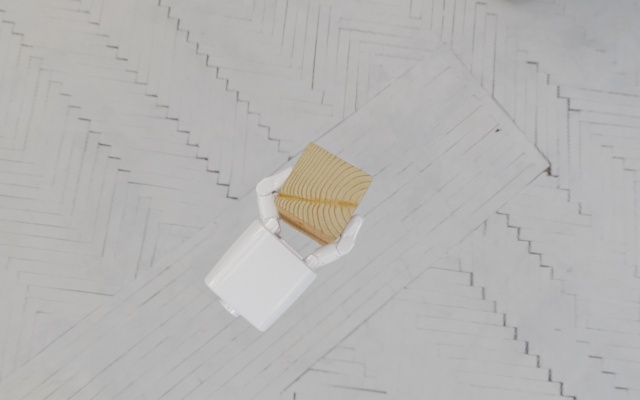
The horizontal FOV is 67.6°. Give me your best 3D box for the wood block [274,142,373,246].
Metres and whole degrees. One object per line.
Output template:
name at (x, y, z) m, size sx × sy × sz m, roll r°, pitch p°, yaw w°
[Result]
wood block at (0.000, 0.003, 0.667) m, size 0.091 × 0.090 × 0.206 m, roll 31°, pitch -8°, yaw 2°
